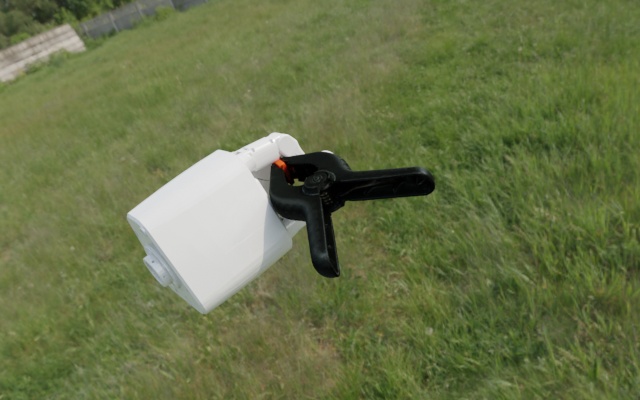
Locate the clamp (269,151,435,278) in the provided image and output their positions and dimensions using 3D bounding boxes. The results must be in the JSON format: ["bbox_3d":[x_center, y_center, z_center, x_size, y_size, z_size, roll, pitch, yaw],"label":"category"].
[{"bbox_3d":[0.000,0.001,0.417,0.120,0.039,0.171,-40,34,-27],"label":"clamp"}]
